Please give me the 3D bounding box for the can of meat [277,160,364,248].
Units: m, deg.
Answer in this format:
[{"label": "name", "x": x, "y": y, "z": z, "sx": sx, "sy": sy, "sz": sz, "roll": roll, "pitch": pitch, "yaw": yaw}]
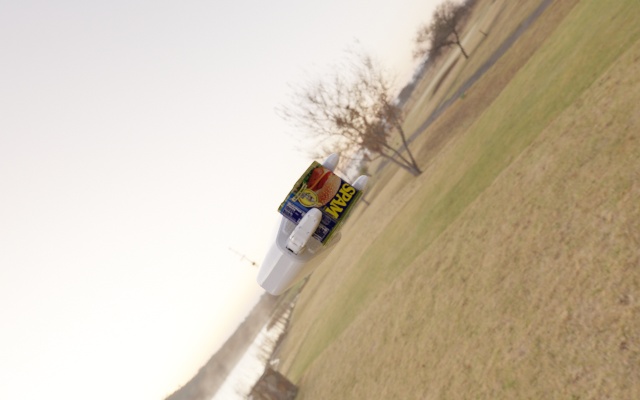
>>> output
[{"label": "can of meat", "x": 0.000, "y": 0.002, "z": 0.665, "sx": 0.084, "sy": 0.057, "sz": 0.102, "roll": 35, "pitch": 46, "yaw": 2}]
